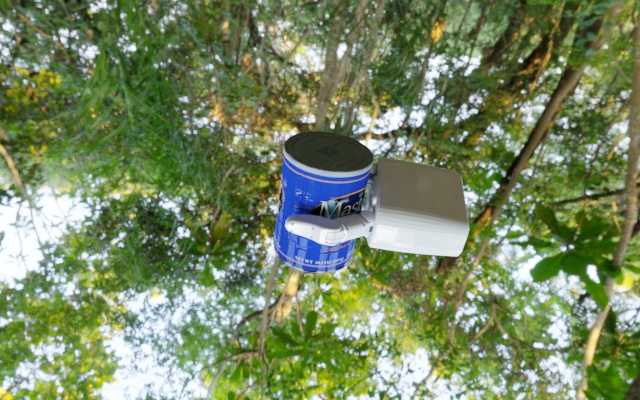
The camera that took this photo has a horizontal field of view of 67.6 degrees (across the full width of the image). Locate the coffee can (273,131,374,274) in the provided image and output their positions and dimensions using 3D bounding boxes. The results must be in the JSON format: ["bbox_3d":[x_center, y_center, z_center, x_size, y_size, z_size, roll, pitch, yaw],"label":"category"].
[{"bbox_3d":[0.000,0.002,0.574,0.103,0.140,0.102,7,31,-4],"label":"coffee can"}]
